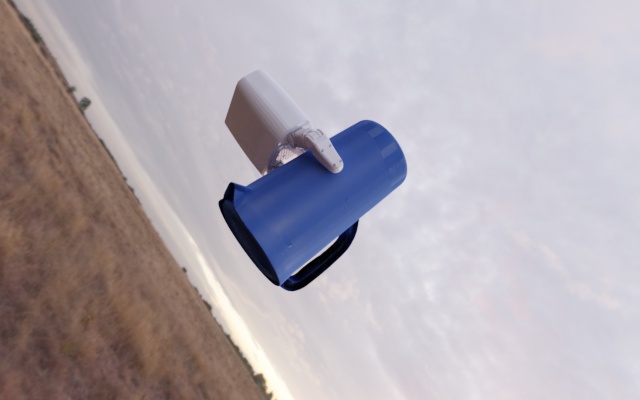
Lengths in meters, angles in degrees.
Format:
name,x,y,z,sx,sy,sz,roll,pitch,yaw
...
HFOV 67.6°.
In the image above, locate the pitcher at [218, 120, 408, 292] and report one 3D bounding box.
name,x,y,z,sx,sy,sz,roll,pitch,yaw
pitcher,0.000,0.002,0.647,0.243,0.145,0.149,-34,-14,-19
